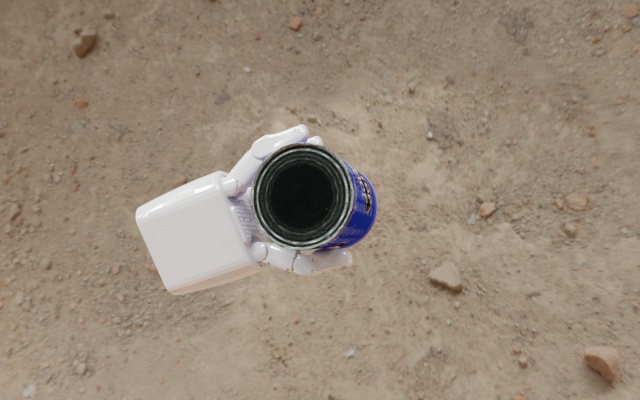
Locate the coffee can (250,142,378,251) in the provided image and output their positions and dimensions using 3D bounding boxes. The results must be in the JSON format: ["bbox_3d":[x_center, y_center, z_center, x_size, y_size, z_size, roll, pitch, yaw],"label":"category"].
[{"bbox_3d":[0.000,0.002,0.512,0.103,0.103,0.140,0,-5,16],"label":"coffee can"}]
